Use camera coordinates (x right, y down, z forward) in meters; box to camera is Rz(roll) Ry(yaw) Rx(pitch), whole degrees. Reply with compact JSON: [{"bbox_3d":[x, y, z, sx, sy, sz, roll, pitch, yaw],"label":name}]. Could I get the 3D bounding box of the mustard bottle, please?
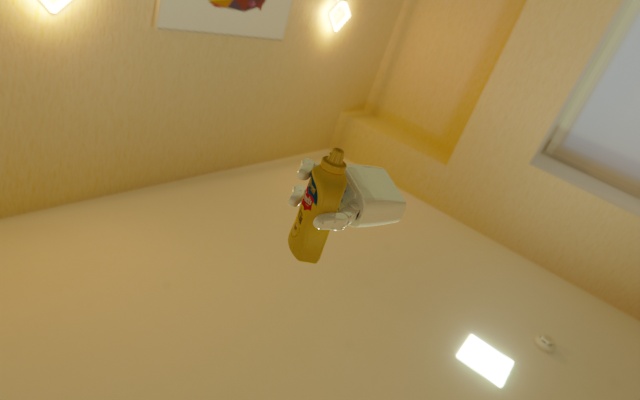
[{"bbox_3d":[0.000,0.003,0.783,0.058,0.192,0.096,13,27,-15],"label":"mustard bottle"}]
